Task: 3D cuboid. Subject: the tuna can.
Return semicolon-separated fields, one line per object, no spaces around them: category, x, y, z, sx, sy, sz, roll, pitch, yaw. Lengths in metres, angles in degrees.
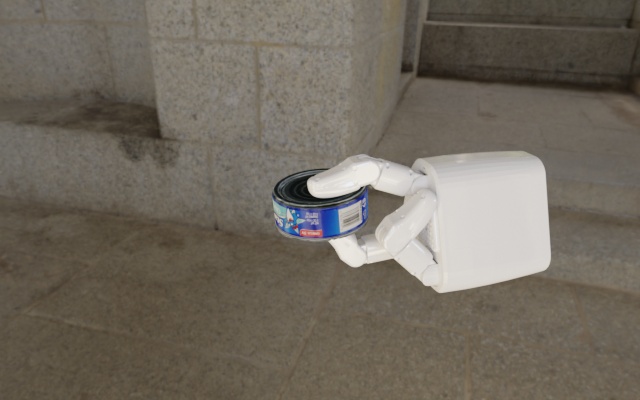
tuna can;0.000;0.001;0.427;0.086;0.034;0.086;-4;25;2
